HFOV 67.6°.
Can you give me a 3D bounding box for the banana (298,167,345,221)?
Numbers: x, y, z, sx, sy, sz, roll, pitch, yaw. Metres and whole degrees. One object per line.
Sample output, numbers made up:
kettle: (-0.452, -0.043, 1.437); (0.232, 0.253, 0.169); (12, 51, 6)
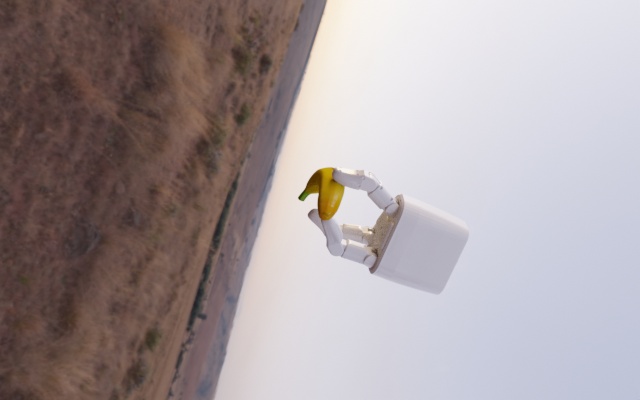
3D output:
banana: (0.007, -0.015, 0.683); (0.037, 0.069, 0.198); (25, 2, -11)
